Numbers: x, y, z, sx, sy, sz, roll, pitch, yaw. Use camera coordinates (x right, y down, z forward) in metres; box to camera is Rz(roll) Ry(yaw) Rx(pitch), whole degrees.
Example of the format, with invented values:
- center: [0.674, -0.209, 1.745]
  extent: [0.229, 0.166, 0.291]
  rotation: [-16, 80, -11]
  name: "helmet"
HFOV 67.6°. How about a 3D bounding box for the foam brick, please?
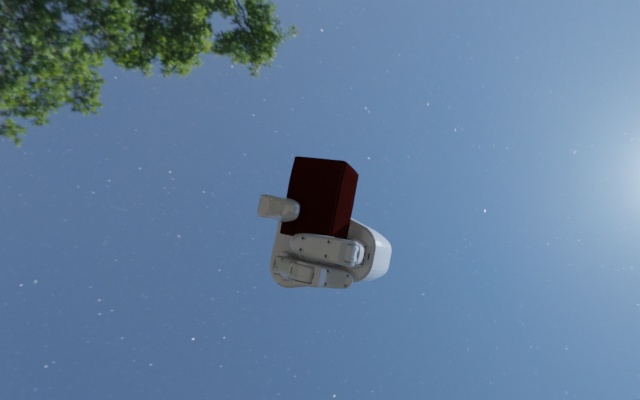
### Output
- center: [0.000, 0.001, 0.463]
  extent: [0.053, 0.078, 0.051]
  rotation: [10, -5, 21]
  name: "foam brick"
